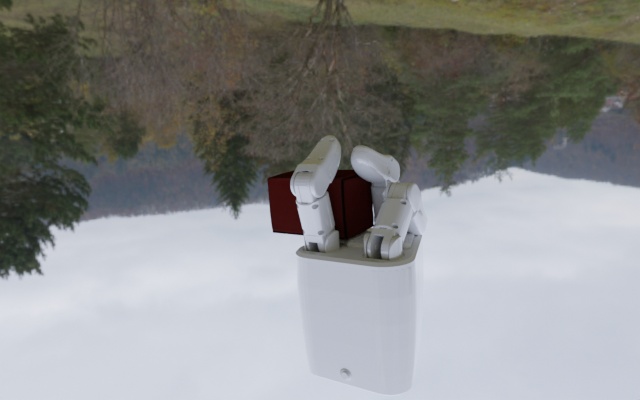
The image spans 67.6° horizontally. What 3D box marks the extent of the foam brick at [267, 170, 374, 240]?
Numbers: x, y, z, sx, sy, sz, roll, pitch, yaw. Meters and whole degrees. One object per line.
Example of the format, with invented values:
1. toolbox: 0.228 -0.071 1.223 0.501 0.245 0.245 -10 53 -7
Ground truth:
1. foam brick: 0.000 0.001 0.419 0.078 0.051 0.053 3 13 33
